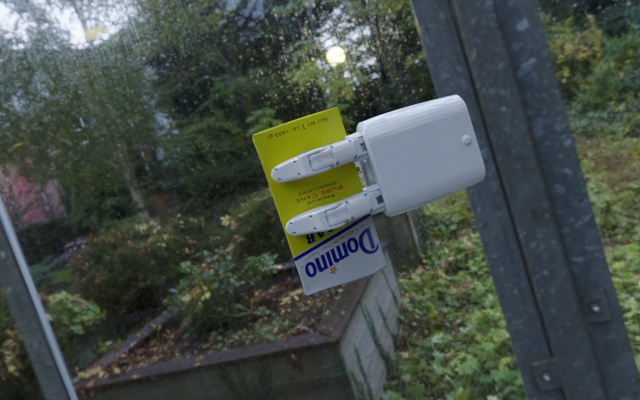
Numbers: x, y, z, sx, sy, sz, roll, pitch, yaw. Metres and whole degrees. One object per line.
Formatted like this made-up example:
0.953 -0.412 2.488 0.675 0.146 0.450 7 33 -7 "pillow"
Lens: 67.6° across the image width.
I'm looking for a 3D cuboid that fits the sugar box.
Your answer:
0.000 0.002 0.501 0.093 0.176 0.048 -19 5 -2 "sugar box"
